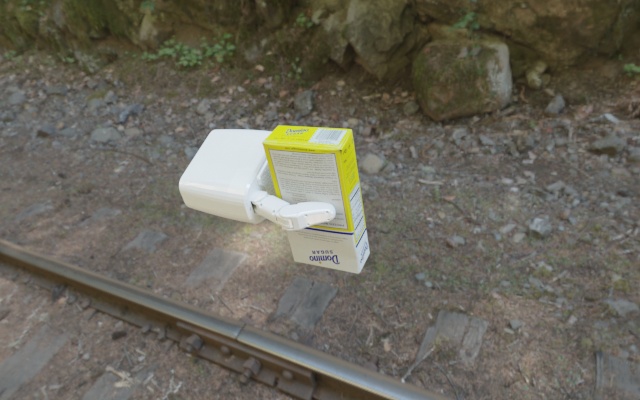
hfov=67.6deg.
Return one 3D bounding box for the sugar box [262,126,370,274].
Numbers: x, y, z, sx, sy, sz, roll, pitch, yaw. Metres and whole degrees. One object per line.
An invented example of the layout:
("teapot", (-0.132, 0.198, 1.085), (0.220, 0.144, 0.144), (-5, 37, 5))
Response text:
("sugar box", (0.000, 0.001, 0.554), (0.093, 0.176, 0.048), (8, 42, 24))
